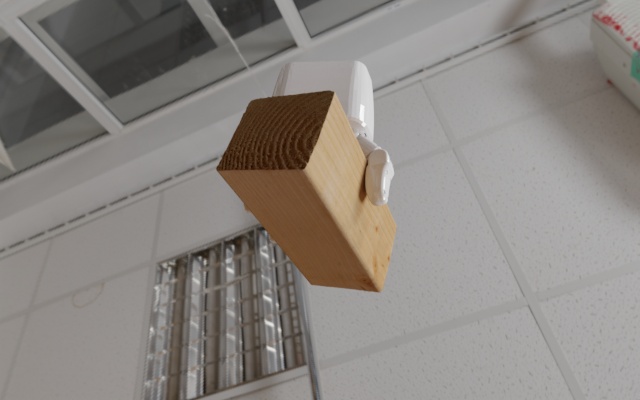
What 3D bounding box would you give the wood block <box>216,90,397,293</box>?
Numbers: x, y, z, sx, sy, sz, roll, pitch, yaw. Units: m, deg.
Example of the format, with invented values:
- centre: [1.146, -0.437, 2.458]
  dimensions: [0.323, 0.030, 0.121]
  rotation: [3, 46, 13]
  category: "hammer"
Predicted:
- centre: [0.001, 0.001, 0.476]
  dimensions: [0.091, 0.090, 0.206]
  rotation: [0, -36, 28]
  category: "wood block"
